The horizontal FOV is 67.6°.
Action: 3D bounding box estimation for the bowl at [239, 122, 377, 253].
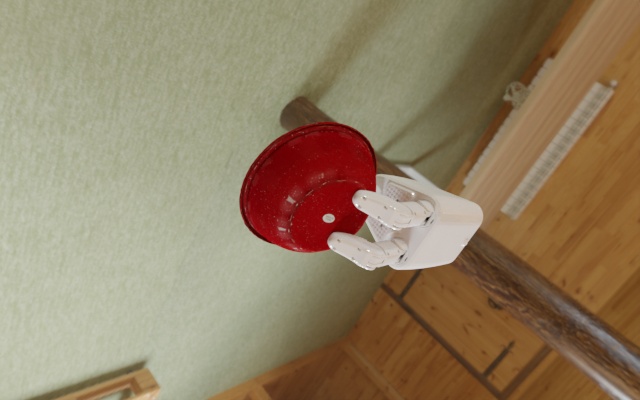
[{"bbox_3d":[-0.001,0.002,0.501,0.162,0.162,0.055,0,35,-29],"label":"bowl"}]
